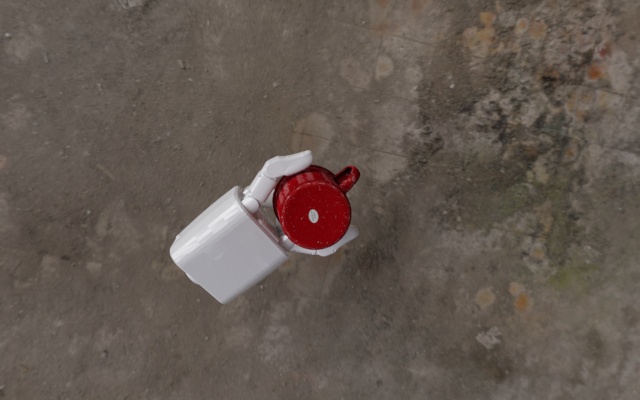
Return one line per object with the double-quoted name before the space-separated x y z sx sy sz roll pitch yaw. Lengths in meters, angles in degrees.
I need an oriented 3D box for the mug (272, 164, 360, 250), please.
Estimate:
"mug" 0.001 0.001 0.564 0.117 0.093 0.081 -38 14 2
